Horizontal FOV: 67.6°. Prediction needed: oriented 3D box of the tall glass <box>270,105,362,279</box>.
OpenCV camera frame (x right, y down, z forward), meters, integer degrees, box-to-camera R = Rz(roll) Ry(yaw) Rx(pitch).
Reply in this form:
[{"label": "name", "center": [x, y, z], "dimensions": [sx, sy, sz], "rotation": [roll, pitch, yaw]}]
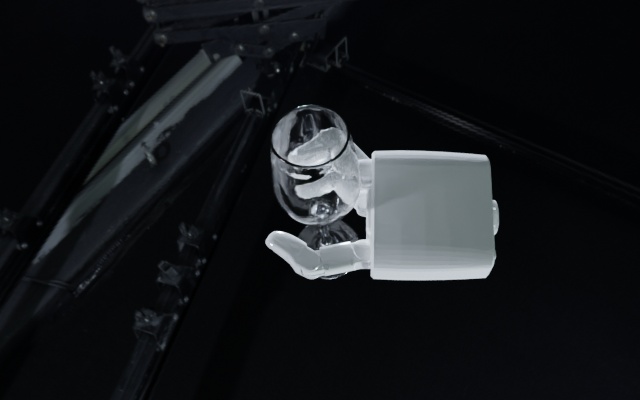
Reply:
[{"label": "tall glass", "center": [0.000, 0.002, 0.449], "dimensions": [0.079, 0.079, 0.201], "rotation": [0, -31, 6]}]
